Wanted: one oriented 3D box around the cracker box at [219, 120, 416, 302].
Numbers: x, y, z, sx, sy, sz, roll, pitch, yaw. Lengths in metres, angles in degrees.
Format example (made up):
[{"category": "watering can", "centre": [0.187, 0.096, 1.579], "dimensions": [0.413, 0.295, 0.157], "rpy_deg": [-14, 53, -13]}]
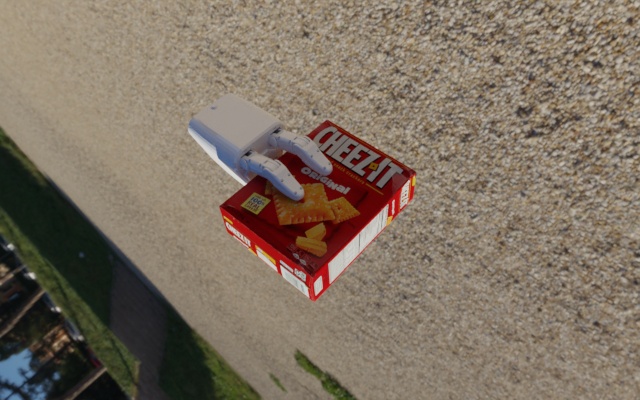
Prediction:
[{"category": "cracker box", "centre": [0.000, 0.002, 0.643], "dimensions": [0.164, 0.213, 0.072], "rpy_deg": [35, -28, 25]}]
